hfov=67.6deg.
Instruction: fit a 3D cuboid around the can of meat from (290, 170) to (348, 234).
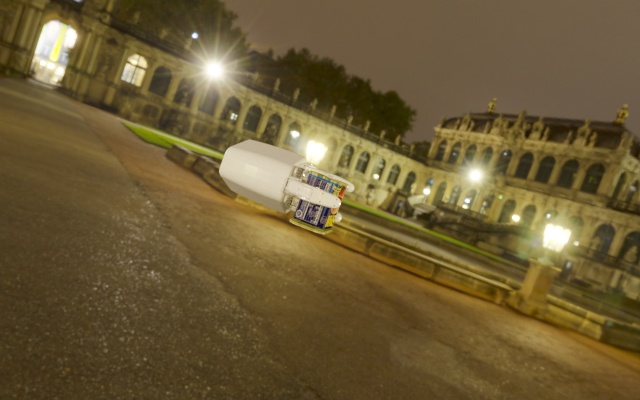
[{"bbox_3d":[0.000,0.002,0.746,0.057,0.084,0.102,21,3,11],"label":"can of meat"}]
